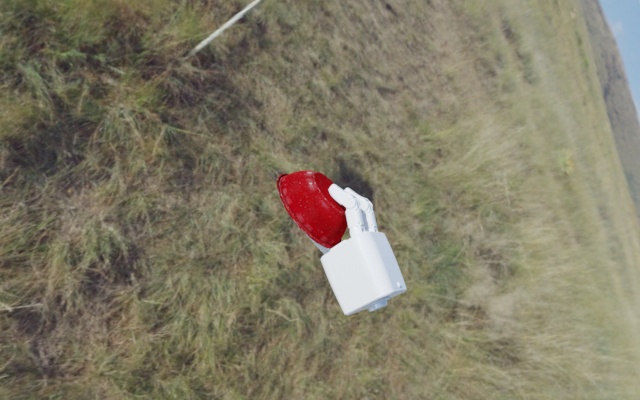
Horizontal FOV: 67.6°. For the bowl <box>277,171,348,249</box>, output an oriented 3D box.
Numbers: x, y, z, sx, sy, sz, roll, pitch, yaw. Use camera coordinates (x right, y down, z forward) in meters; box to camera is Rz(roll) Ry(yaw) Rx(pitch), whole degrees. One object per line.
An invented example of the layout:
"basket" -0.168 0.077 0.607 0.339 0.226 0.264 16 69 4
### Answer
"bowl" 0.000 0.001 0.824 0.055 0.162 0.162 -40 -16 20
